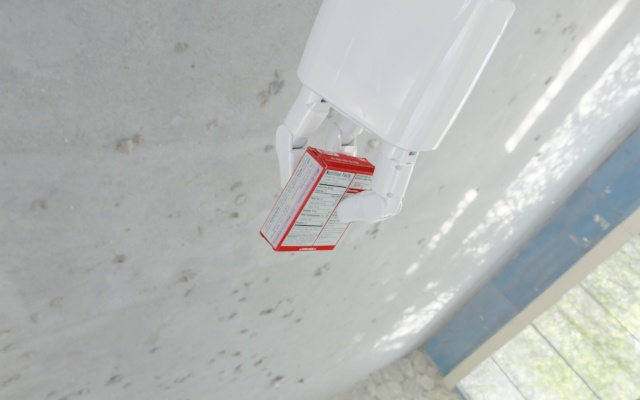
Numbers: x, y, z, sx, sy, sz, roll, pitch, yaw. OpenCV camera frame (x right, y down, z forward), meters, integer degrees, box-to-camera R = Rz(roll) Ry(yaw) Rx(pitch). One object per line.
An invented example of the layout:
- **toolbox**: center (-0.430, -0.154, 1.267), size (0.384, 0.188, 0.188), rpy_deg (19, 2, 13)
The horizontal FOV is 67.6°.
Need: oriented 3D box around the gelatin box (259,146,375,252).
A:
- **gelatin box**: center (0.000, 0.002, 0.403), size (0.073, 0.089, 0.030), rpy_deg (4, 33, -49)
